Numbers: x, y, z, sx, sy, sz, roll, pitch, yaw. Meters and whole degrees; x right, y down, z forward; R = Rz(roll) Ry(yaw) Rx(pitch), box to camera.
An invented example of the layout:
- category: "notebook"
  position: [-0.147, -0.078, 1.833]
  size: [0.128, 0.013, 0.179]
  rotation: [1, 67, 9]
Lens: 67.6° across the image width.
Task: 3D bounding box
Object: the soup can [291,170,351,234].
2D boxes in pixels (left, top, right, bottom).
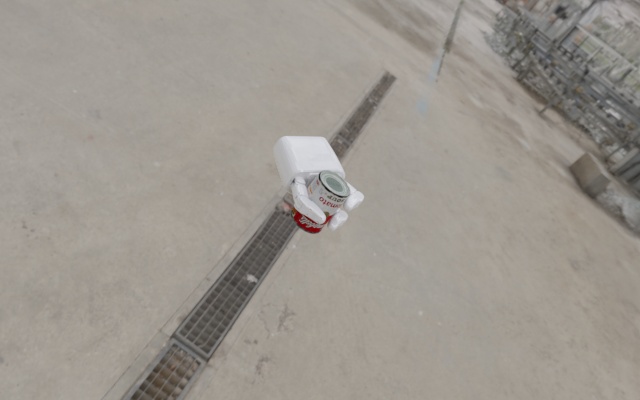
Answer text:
- category: "soup can"
  position: [0.000, 0.003, 0.867]
  size: [0.068, 0.068, 0.102]
  rotation: [0, -42, -45]
